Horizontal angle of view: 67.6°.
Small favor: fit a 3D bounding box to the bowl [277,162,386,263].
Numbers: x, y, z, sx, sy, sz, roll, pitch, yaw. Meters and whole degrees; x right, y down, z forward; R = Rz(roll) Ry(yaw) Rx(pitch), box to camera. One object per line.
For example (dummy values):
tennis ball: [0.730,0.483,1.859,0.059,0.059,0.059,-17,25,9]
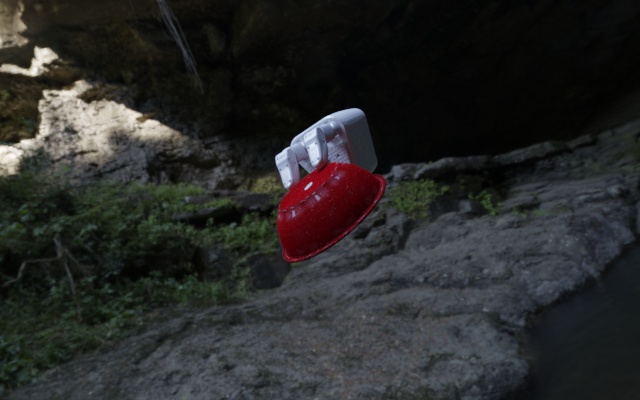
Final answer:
bowl: [0.000,0.002,0.592,0.162,0.055,0.162,-36,17,12]
